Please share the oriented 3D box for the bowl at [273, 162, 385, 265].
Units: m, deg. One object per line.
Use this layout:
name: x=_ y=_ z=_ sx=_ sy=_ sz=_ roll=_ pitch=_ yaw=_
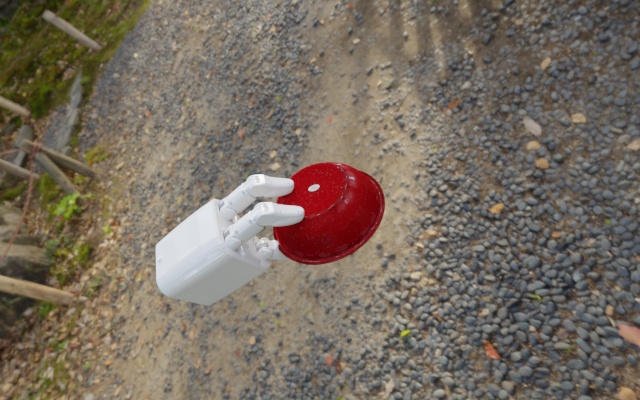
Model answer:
bowl: x=0.001 y=0.001 z=0.627 sx=0.162 sy=0.162 sz=0.055 roll=0 pitch=-38 yaw=27
